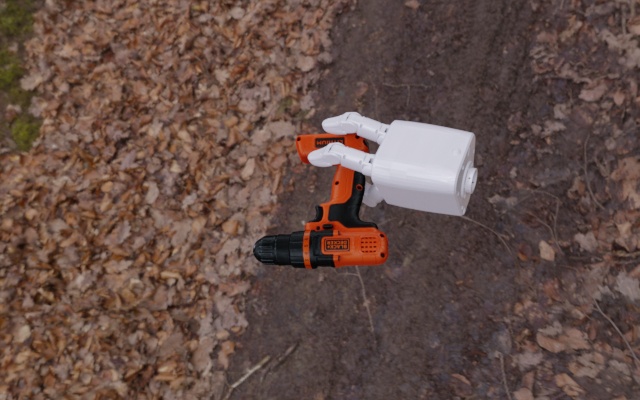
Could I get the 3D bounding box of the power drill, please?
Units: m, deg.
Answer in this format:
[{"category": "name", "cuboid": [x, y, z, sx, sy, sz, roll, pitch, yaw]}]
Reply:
[{"category": "power drill", "cuboid": [0.000, 0.002, 0.667, 0.184, 0.187, 0.057, -1, -16, 7]}]
